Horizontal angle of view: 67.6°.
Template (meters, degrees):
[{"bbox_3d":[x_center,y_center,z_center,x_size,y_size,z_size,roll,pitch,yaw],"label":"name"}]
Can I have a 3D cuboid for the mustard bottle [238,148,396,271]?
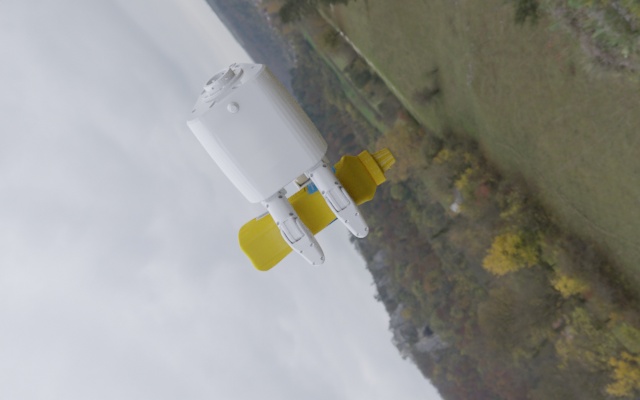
[{"bbox_3d":[0.000,0.002,0.538,0.191,0.058,0.096,-35,6,5],"label":"mustard bottle"}]
